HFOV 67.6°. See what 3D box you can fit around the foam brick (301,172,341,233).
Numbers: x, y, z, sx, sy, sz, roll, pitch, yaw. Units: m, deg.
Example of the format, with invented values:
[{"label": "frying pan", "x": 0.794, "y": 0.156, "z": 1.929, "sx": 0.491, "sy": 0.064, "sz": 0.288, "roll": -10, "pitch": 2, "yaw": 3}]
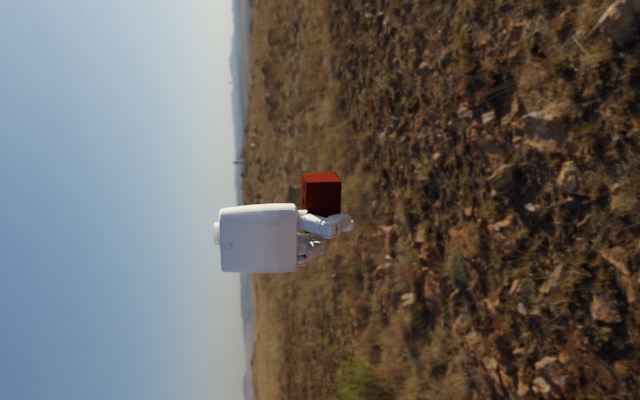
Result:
[{"label": "foam brick", "x": 0.000, "y": 0.002, "z": 0.694, "sx": 0.051, "sy": 0.078, "sz": 0.053, "roll": -1, "pitch": 17, "yaw": -8}]
